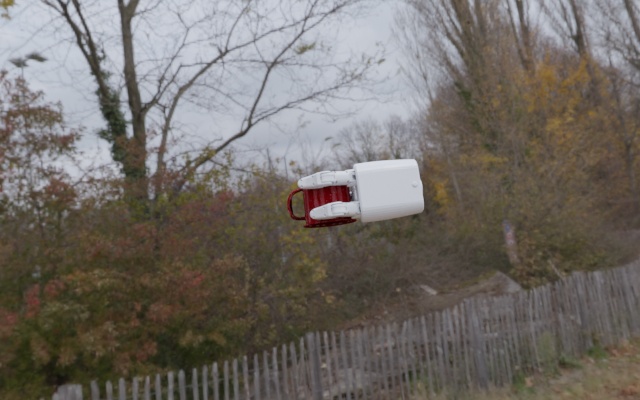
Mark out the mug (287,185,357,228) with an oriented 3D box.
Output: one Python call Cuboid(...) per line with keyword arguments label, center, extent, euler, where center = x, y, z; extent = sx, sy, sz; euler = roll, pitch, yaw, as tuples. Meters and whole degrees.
Cuboid(label="mug", center=(-0.001, 0.003, 0.830), extent=(0.117, 0.081, 0.093), euler=(-6, -8, -3))
